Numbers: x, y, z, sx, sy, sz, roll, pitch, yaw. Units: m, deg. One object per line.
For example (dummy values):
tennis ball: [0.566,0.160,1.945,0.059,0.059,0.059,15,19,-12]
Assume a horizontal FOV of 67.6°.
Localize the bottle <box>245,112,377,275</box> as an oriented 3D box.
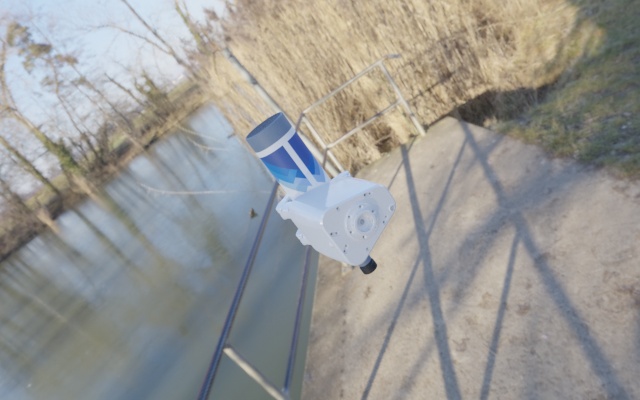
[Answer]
bottle: [0.000,0.002,0.740,0.069,0.296,0.069,-32,21,13]
